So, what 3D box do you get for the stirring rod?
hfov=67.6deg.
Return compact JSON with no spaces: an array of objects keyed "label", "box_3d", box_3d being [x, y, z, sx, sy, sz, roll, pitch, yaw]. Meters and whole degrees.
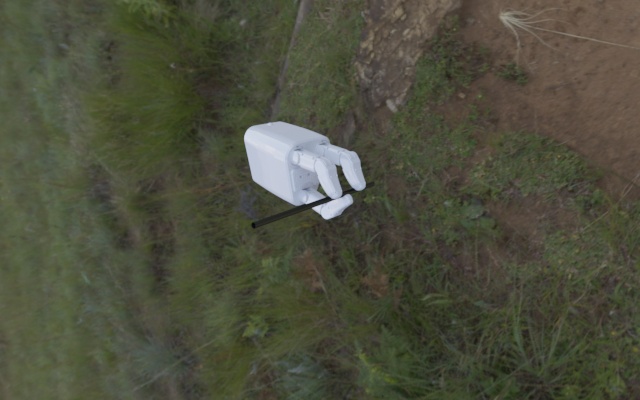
[{"label":"stirring rod","box_3d":[0.000,0.002,0.666,0.011,0.011,0.239,0,14,45]}]
